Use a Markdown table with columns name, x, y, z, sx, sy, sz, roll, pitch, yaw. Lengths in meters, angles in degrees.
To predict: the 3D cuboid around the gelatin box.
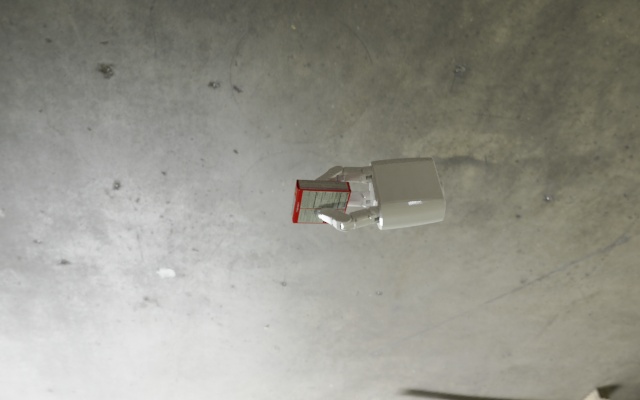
| name | x | y | z | sx | sy | sz | roll | pitch | yaw |
| --- | --- | --- | --- | --- | --- | --- | --- | --- | --- |
| gelatin box | 0.000 | 0.003 | 0.785 | 0.089 | 0.073 | 0.030 | 1 | 41 | -13 |
